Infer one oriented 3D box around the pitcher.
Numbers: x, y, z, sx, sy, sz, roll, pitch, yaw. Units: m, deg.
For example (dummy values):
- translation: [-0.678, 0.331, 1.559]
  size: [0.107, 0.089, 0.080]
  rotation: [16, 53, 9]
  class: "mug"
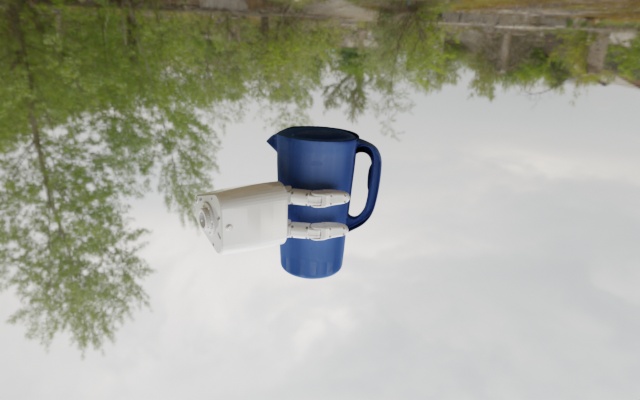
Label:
- translation: [0.000, 0.003, 0.789]
  size: [0.145, 0.243, 0.149]
  rotation: [-10, 22, -33]
  class: "pitcher"
